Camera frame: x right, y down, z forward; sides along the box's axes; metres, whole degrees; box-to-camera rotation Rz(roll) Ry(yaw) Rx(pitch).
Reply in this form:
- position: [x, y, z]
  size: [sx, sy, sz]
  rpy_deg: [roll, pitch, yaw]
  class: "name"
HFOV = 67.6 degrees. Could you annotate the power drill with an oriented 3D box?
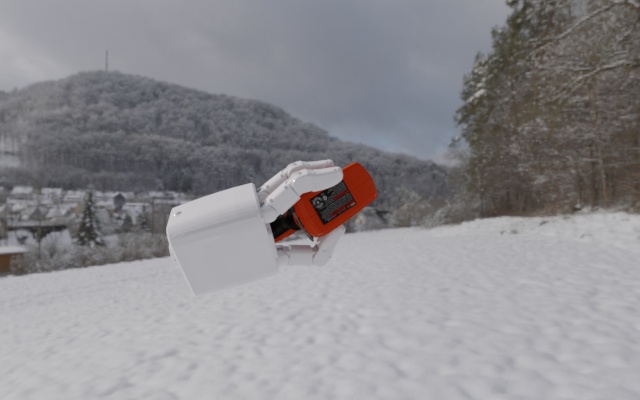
- position: [0.000, 0.002, 0.648]
  size: [0.184, 0.057, 0.188]
  rpy_deg: [-35, 5, -22]
  class: "power drill"
